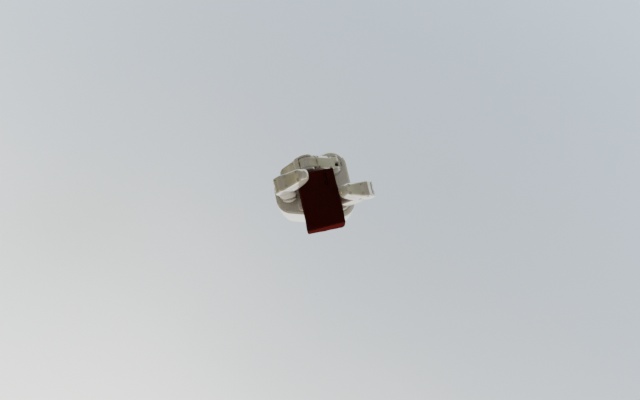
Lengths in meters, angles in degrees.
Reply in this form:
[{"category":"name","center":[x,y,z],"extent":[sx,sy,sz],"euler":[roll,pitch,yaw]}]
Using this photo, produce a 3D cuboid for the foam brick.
[{"category":"foam brick","center":[0.000,0.002,0.645],"extent":[0.053,0.078,0.051],"euler":[-12,-11,-2]}]
